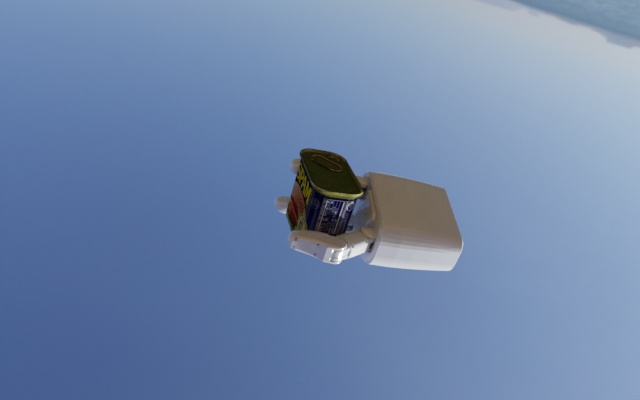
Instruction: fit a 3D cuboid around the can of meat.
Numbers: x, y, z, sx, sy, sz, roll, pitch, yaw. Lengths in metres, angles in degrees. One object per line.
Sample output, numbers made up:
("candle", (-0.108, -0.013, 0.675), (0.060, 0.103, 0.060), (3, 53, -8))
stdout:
("can of meat", (0.000, 0.002, 0.537), (0.057, 0.084, 0.102), (7, 29, -18))
